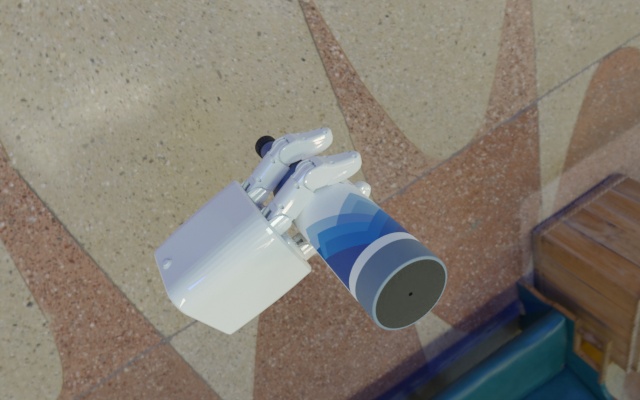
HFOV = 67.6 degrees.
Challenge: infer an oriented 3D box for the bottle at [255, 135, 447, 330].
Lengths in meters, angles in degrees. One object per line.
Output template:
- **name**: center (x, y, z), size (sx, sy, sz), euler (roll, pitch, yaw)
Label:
- **bottle**: center (0.000, 0.002, 0.460), size (0.069, 0.069, 0.295), euler (0, 27, -30)
